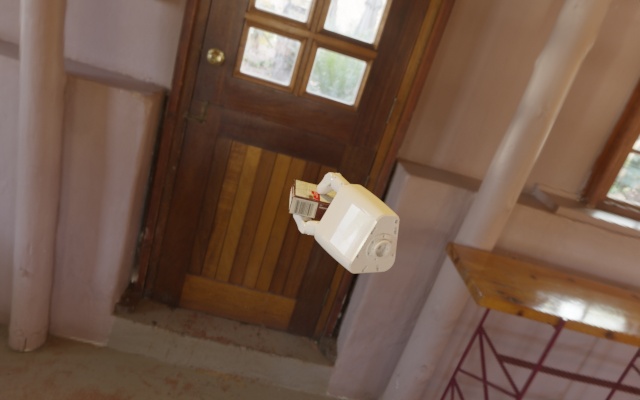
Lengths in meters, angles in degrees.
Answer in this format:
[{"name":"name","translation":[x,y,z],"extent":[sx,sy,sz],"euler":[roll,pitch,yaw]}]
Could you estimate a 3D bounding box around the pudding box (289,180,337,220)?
[{"name":"pudding box","translation":[0.000,0.003,0.880],"extent":[0.113,0.039,0.090],"euler":[14,19,-8]}]
